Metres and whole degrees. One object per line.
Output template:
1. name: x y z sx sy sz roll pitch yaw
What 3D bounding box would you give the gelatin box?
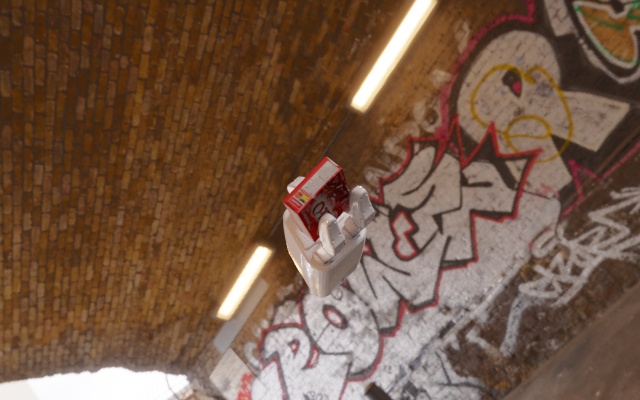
1. gelatin box: 0.000 0.001 0.566 0.030 0.073 0.089 38 -13 27
